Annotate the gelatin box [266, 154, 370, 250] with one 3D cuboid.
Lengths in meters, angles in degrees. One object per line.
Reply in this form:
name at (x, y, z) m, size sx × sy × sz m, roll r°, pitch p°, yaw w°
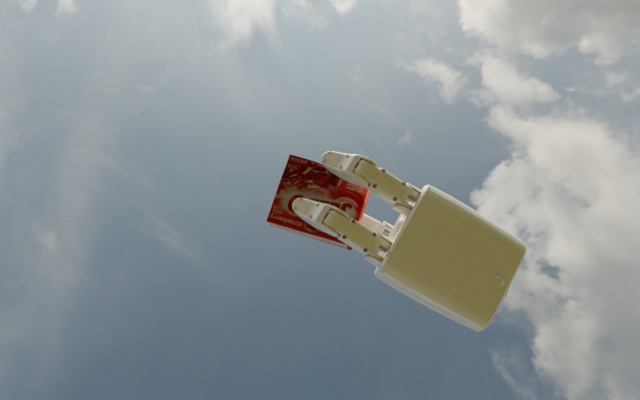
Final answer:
gelatin box at (0.000, 0.002, 0.478) m, size 0.089 × 0.073 × 0.030 m, roll 16°, pitch -12°, yaw 9°
